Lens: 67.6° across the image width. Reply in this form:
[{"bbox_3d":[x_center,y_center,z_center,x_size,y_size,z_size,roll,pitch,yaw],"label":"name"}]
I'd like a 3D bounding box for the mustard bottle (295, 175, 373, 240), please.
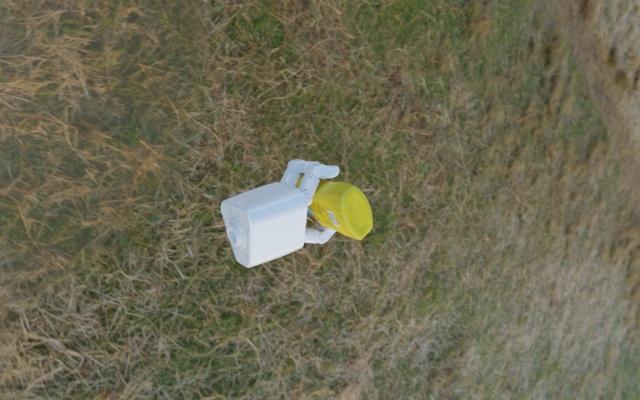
[{"bbox_3d":[0.001,0.003,0.821,0.058,0.096,0.191,-43,35,-23],"label":"mustard bottle"}]
